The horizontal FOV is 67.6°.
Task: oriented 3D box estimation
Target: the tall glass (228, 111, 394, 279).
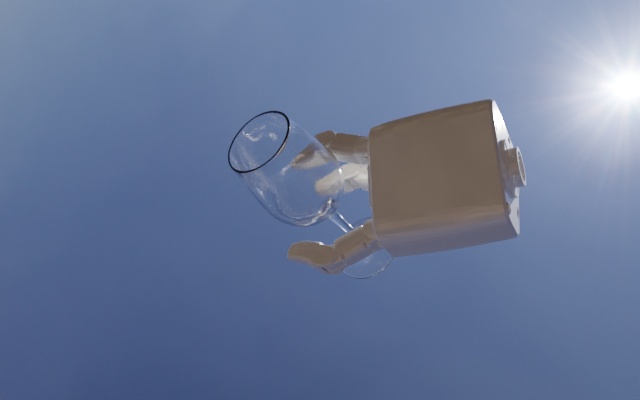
[{"bbox_3d":[0.000,0.002,0.454,0.079,0.079,0.201,0,-30,36],"label":"tall glass"}]
